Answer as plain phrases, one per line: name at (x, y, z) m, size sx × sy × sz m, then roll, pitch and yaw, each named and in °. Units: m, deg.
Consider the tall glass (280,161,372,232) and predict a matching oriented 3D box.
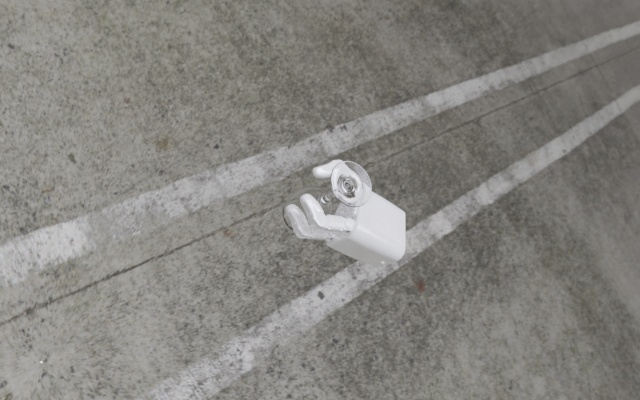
tall glass at (0.000, 0.002, 0.811) m, size 0.079 × 0.079 × 0.201 m, roll 0°, pitch -16°, yaw -30°
